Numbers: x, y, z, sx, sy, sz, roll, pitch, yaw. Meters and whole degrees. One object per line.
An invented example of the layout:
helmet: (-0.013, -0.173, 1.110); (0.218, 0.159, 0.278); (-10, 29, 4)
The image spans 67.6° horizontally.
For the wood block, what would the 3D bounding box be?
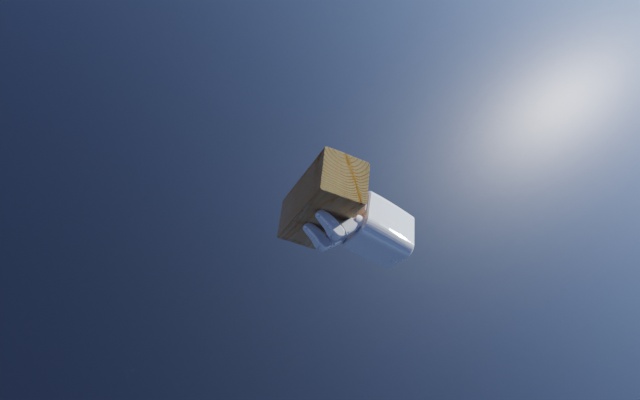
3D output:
wood block: (0.001, 0.003, 0.883); (0.090, 0.090, 0.206); (19, -34, -17)
